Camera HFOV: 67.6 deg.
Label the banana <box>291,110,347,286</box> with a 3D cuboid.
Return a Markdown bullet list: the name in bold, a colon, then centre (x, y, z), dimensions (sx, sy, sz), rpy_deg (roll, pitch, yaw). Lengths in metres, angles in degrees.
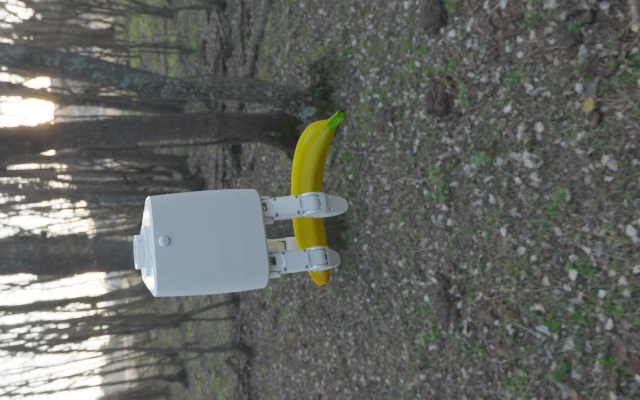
- **banana**: centre (-0.009, -0.005, 0.549), dimensions (0.037, 0.198, 0.069), rpy_deg (-1, 10, -29)
